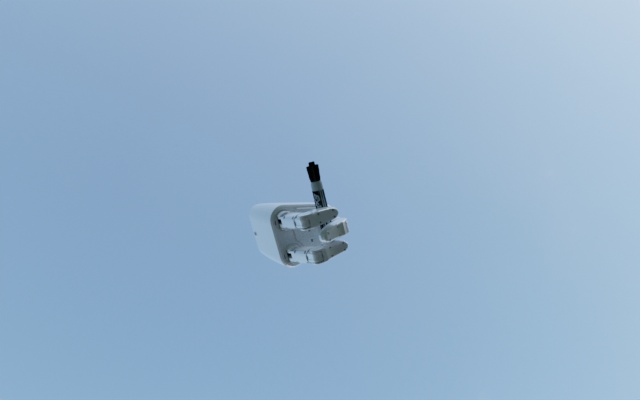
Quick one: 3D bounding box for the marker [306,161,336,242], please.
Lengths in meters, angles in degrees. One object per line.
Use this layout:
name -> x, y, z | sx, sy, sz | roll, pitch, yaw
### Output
marker -> 0.000, 0.002, 0.699 | 0.020, 0.121, 0.020 | -13, 11, 3
